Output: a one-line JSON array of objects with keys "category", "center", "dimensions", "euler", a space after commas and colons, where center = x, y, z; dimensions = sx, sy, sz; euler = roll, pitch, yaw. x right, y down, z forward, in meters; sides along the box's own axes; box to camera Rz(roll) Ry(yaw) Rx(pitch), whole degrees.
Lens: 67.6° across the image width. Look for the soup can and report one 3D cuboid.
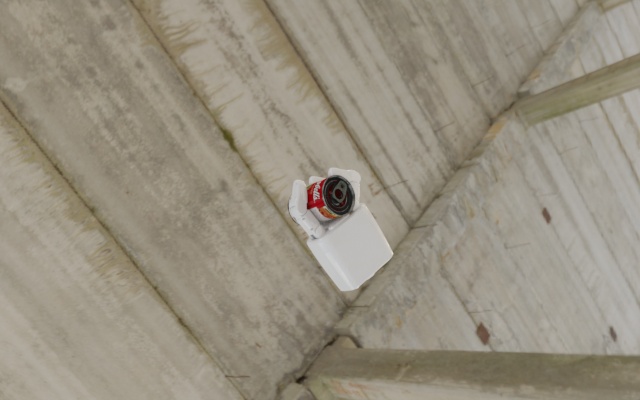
[{"category": "soup can", "center": [0.000, 0.002, 0.799], "dimensions": [0.068, 0.068, 0.102], "euler": [0, -12, -38]}]
